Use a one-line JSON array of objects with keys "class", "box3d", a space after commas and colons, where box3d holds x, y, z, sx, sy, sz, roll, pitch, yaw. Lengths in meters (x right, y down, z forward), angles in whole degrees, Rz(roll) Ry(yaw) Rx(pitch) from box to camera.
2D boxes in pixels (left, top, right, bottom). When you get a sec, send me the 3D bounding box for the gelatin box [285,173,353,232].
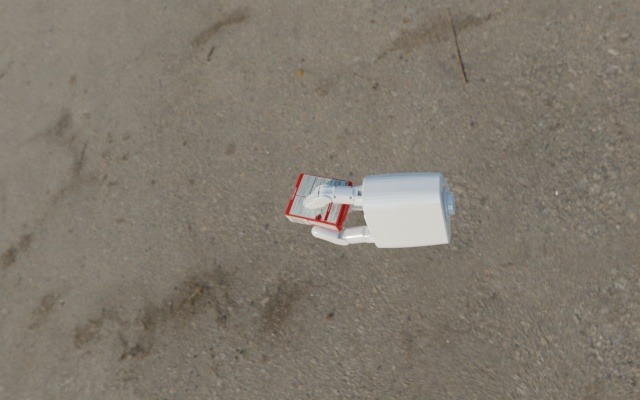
[{"class": "gelatin box", "box3d": [0.000, 0.002, 0.721, 0.089, 0.073, 0.030, 11, -20, 23]}]
